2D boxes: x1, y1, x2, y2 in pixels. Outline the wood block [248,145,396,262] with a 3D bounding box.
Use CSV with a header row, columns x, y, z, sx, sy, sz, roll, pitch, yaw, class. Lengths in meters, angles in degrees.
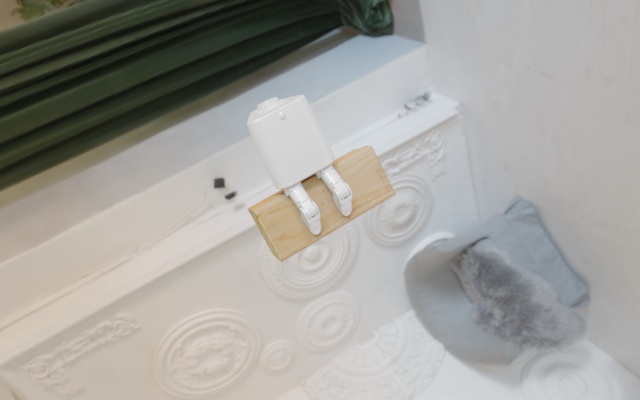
x,y,z,sx,sy,sz,roll,pitch,yaw,class
0.000,0.002,0.756,0.206,0.090,0.091,-30,8,-12,wood block
